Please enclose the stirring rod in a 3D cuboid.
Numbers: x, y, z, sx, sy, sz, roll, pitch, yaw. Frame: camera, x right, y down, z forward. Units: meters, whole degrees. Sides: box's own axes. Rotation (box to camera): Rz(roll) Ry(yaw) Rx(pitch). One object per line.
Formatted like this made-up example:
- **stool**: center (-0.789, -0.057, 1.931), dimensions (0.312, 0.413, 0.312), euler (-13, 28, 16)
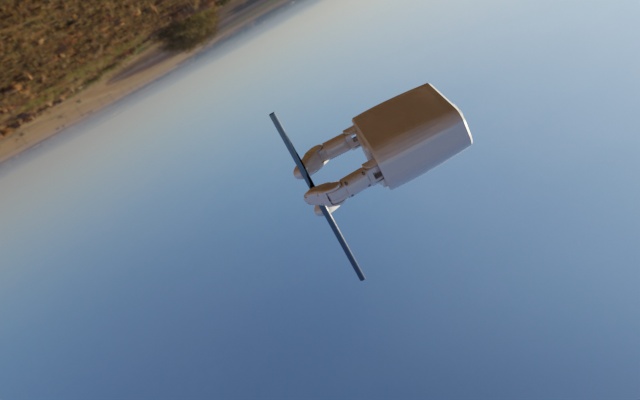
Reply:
- **stirring rod**: center (0.000, 0.002, 0.574), dimensions (0.011, 0.240, 0.011), euler (-25, 20, 10)
